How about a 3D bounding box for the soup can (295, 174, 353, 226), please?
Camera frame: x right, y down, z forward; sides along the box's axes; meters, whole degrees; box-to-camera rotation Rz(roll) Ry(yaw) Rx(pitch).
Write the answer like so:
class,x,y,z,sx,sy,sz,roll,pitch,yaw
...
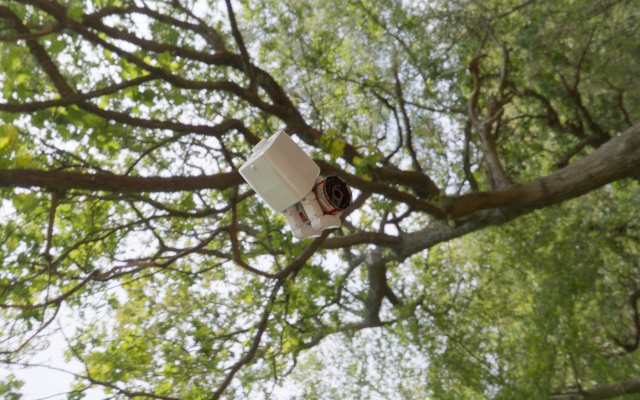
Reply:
class,x,y,z,sx,sy,sz,roll,pitch,yaw
soup can,0.000,0.003,0.874,0.068,0.068,0.102,0,-22,-45
